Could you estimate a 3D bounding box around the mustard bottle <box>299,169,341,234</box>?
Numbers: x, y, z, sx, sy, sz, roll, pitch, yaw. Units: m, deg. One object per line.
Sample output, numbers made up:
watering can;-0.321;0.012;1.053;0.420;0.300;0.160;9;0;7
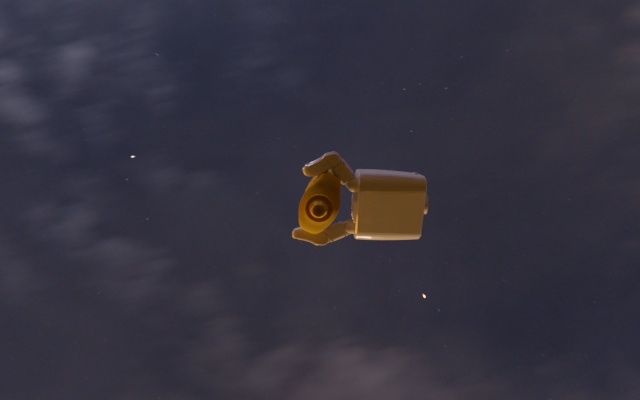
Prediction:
mustard bottle;0.000;0.002;0.752;0.058;0.096;0.191;26;7;-2
